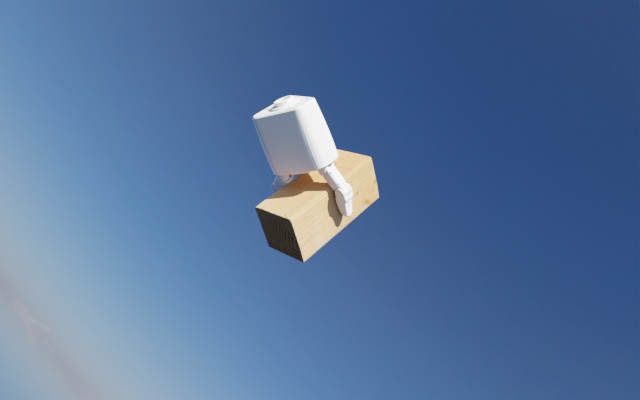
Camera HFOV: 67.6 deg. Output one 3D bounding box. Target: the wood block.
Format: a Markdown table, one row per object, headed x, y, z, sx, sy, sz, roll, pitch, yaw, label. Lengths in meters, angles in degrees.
| x | y | z | sx | sy | sz | roll | pitch | yaw | label |
| --- | --- | --- | --- | --- | --- | --- | --- | --- | --- |
| 0.000 | 0.002 | 0.835 | 0.091 | 0.090 | 0.206 | 18 | 45 | 41 | wood block |
